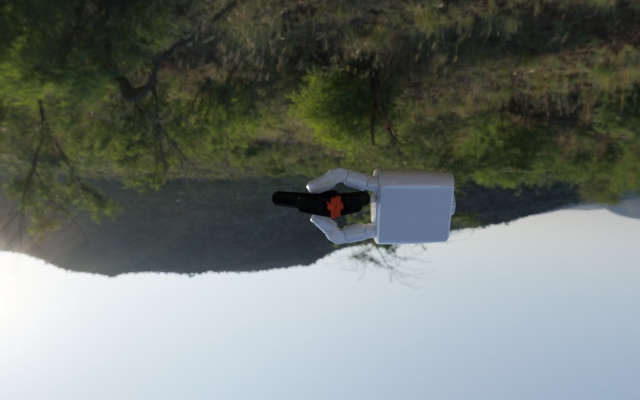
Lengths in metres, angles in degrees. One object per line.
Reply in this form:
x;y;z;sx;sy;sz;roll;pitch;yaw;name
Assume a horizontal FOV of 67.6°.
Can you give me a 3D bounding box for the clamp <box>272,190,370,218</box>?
0.000;0.003;0.718;0.164;0.036;0.210;0;4;1;clamp
